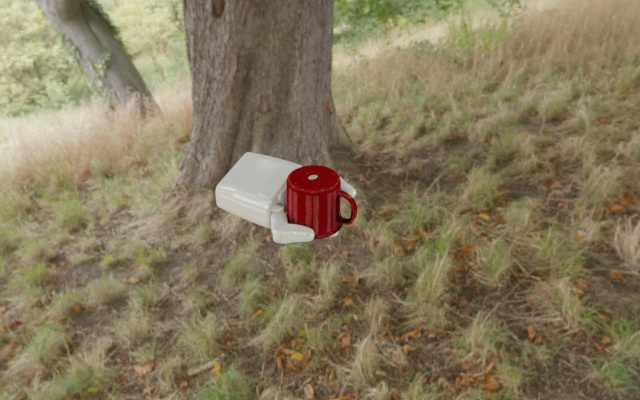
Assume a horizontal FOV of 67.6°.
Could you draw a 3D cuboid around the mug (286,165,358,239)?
[{"bbox_3d":[0.001,0.003,0.721,0.117,0.082,0.093,16,37,22],"label":"mug"}]
